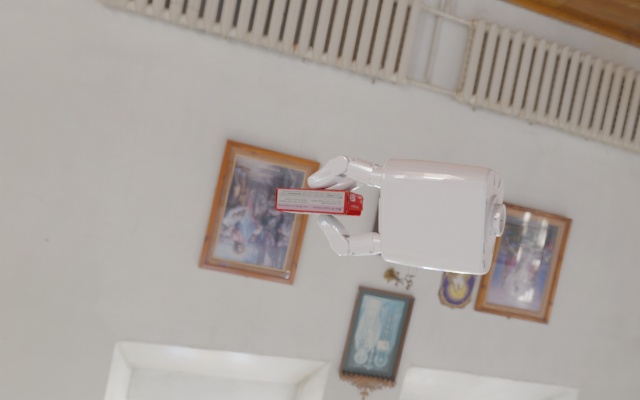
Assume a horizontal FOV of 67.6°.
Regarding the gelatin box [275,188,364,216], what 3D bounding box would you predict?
[{"bbox_3d":[0.000,0.002,0.572,0.089,0.030,0.073,2,-3,18],"label":"gelatin box"}]
